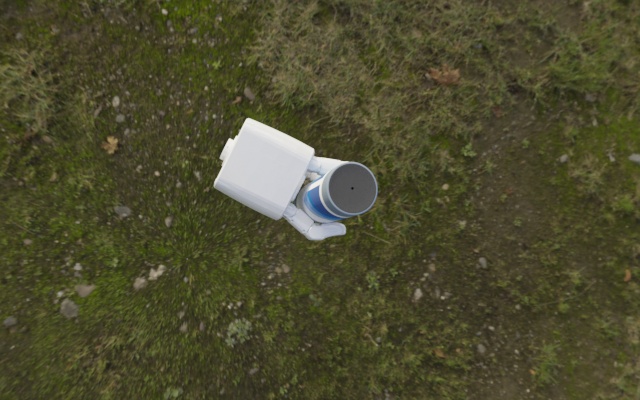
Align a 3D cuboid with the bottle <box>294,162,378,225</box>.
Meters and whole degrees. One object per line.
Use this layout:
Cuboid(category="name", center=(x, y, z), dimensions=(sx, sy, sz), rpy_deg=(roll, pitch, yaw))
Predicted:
Cuboid(category="bottle", center=(0.000, 0.002, 0.724), dimensions=(0.069, 0.069, 0.296), rpy_deg=(0, -7, -16))
